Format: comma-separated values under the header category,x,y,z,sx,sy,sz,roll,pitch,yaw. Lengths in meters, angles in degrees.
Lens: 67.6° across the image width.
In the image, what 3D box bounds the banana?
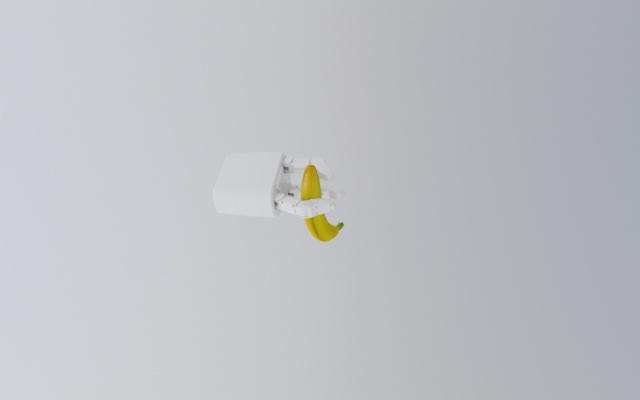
category,x,y,z,sx,sy,sz,roll,pitch,yaw
banana,-0.004,0.020,0.820,0.037,0.069,0.198,6,-30,21
